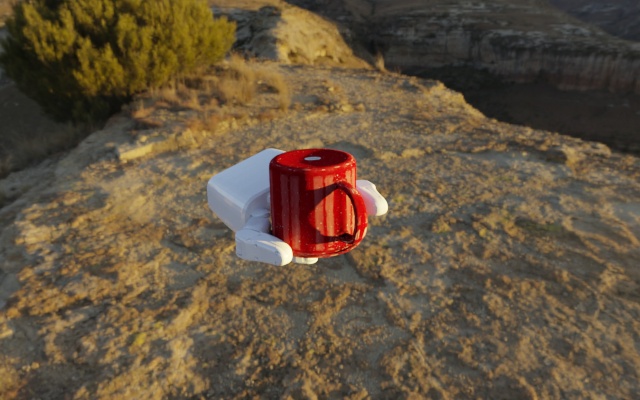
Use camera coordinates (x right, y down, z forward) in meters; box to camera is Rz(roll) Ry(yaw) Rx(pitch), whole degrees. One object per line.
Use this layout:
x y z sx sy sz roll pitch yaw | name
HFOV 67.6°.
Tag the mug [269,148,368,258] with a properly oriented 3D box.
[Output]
0.001 0.002 0.446 0.093 0.081 0.117 -15 24 -32 | mug
